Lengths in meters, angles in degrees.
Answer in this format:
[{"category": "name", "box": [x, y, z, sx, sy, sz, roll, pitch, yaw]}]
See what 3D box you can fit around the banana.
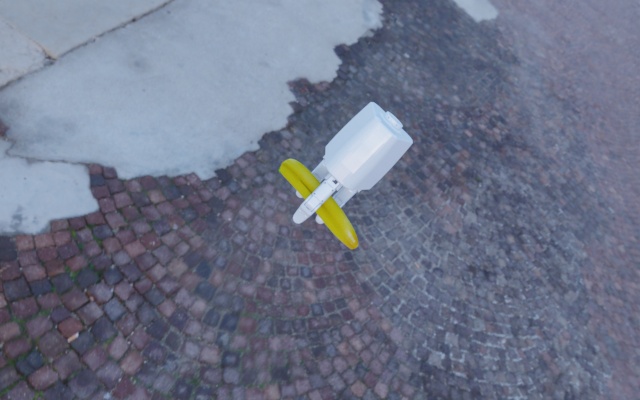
[{"category": "banana", "box": [-0.006, -0.006, 0.759, 0.037, 0.197, 0.070, -40, -23, -3]}]
